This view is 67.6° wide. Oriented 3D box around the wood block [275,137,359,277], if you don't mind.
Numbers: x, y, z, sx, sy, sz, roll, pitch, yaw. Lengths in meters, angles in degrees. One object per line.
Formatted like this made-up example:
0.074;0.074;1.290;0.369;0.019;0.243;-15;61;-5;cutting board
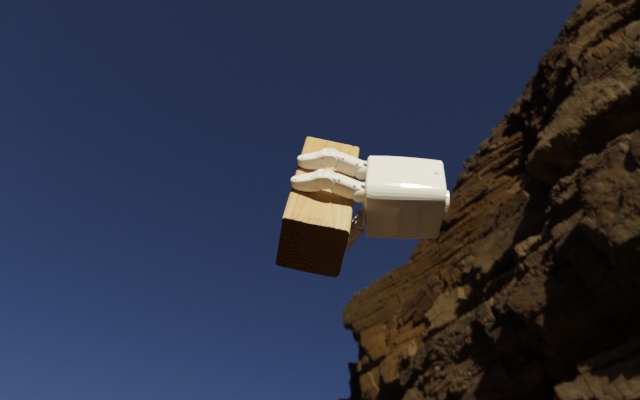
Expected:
0.000;0.003;0.707;0.090;0.091;0.206;11;38;0;wood block
